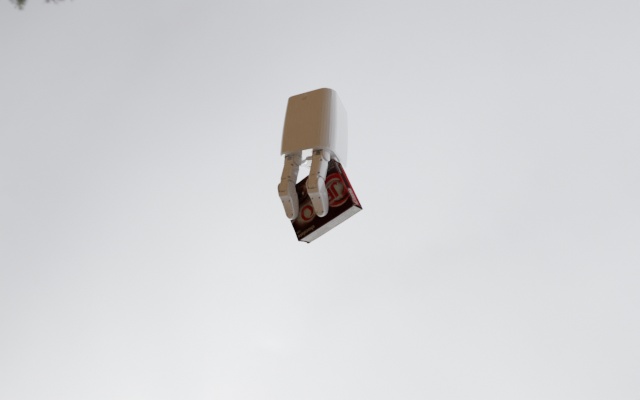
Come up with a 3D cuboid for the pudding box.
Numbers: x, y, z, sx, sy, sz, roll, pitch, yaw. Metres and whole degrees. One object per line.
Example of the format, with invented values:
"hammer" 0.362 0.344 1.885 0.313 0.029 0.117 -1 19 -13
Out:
"pudding box" 0.000 0.002 0.759 0.113 0.090 0.039 -35 -30 21
